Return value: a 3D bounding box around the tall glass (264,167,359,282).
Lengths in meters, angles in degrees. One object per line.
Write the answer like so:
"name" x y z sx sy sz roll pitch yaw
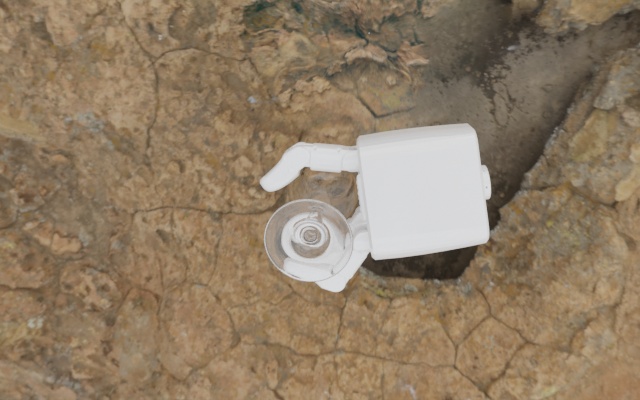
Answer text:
"tall glass" 0.000 0.002 0.485 0.079 0.079 0.201 0 19 6
